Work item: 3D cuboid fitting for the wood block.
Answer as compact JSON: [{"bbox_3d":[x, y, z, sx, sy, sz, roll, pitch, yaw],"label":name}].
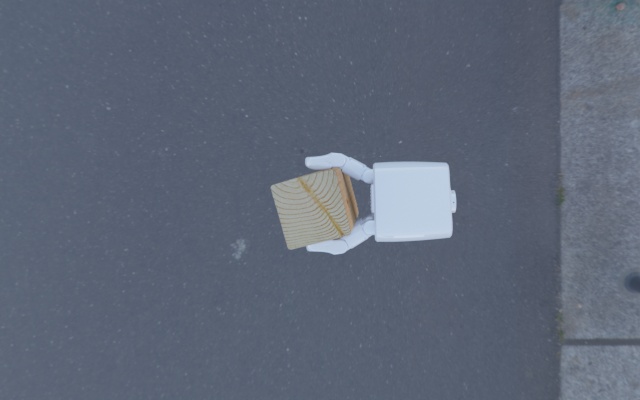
[{"bbox_3d":[0.000,0.002,0.721,0.090,0.091,0.206,-14,3,8],"label":"wood block"}]
